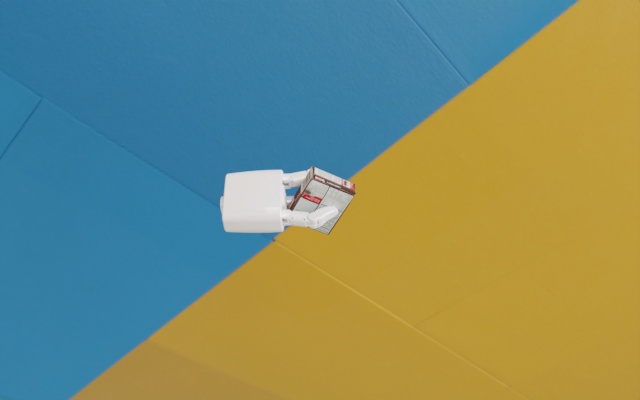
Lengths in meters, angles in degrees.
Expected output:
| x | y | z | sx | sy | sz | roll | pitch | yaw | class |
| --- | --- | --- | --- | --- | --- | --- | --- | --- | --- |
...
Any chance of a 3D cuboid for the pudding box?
| x | y | z | sx | sy | sz | roll | pitch | yaw | class |
| --- | --- | --- | --- | --- | --- | --- | --- | --- | --- |
| 0.000 | 0.003 | 0.879 | 0.090 | 0.113 | 0.039 | 21 | 38 | -16 | pudding box |
